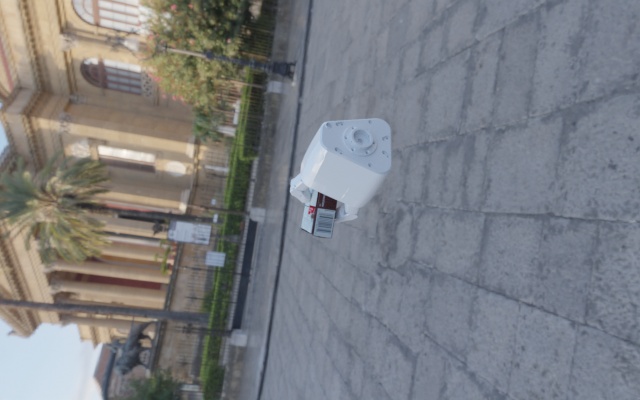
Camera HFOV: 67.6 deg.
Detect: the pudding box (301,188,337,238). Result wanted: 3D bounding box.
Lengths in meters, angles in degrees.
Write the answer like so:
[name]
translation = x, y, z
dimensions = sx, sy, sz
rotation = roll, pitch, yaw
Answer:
[pudding box]
translation = 0.000, 0.003, 0.813
dimensions = 0.039, 0.113, 0.090
rotation = 10, 1, -13
